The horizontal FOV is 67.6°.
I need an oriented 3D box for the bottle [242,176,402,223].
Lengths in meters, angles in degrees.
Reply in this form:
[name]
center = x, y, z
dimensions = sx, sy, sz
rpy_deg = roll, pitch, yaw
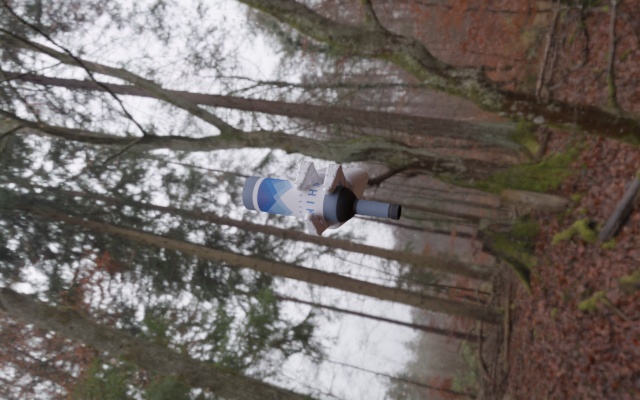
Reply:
[bottle]
center = 0.000, 0.003, 0.869
dimensions = 0.295, 0.069, 0.069
rpy_deg = 7, 3, 23
